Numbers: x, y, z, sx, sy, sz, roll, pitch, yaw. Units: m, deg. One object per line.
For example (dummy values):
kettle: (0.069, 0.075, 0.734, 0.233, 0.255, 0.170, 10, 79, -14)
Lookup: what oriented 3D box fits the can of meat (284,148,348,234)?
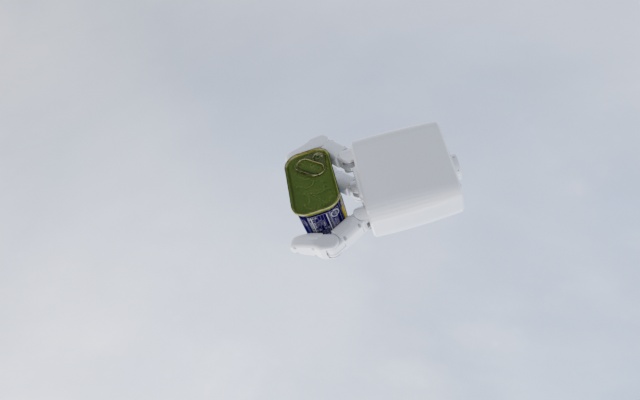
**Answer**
can of meat: (0.000, 0.002, 0.578, 0.057, 0.102, 0.084, -18, -44, 5)
